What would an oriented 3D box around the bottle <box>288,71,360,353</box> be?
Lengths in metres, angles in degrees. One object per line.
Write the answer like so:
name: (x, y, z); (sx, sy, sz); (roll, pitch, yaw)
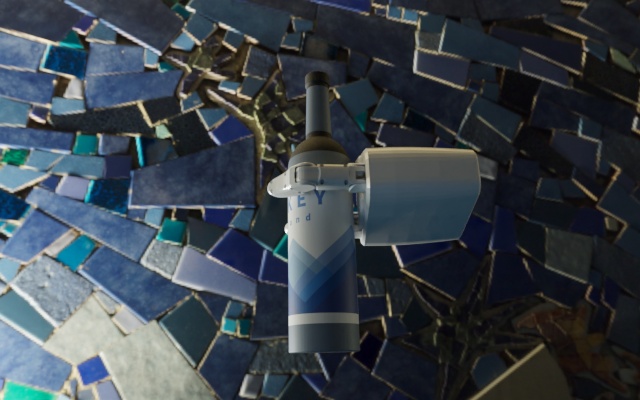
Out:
bottle: (0.000, 0.002, 0.490); (0.069, 0.295, 0.069); (-1, -18, 0)
